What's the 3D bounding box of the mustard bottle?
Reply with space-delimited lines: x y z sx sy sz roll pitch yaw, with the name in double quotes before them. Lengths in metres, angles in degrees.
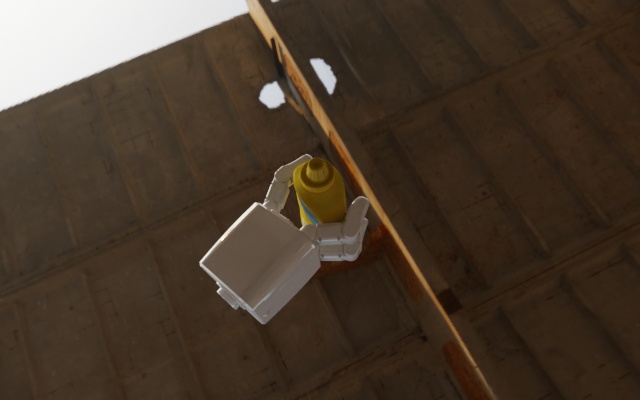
"mustard bottle" 0.000 0.002 0.622 0.058 0.096 0.192 -24 -26 -8
